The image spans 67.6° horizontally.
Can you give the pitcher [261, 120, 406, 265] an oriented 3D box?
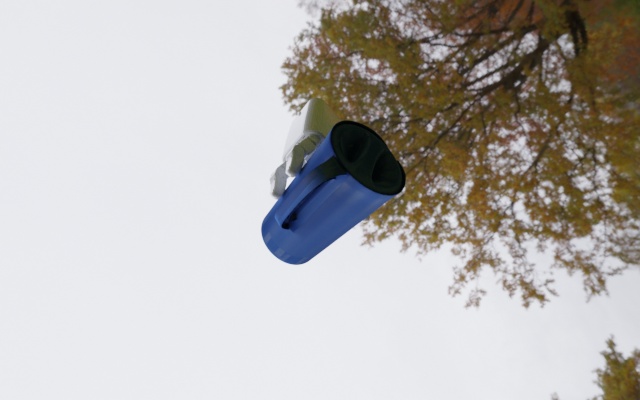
[{"bbox_3d":[0.000,0.002,0.738,0.149,0.145,0.243,26,-48,-22],"label":"pitcher"}]
